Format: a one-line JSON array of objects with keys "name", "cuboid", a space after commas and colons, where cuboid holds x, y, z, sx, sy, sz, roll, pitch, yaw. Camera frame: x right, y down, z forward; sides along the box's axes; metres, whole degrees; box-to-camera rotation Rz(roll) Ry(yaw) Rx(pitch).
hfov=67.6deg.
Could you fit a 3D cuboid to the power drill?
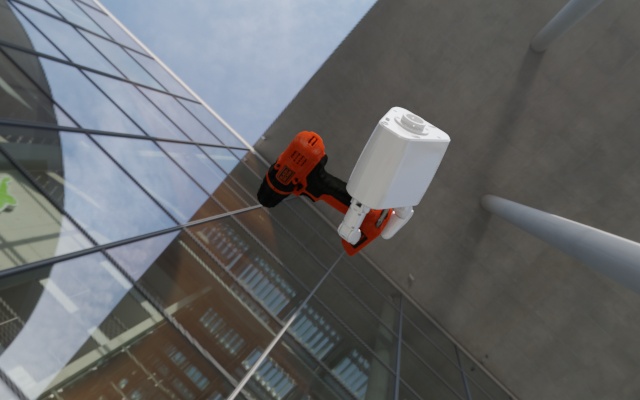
[{"name": "power drill", "cuboid": [0.001, 0.003, 0.730, 0.187, 0.057, 0.184, 38, -38, -5]}]
